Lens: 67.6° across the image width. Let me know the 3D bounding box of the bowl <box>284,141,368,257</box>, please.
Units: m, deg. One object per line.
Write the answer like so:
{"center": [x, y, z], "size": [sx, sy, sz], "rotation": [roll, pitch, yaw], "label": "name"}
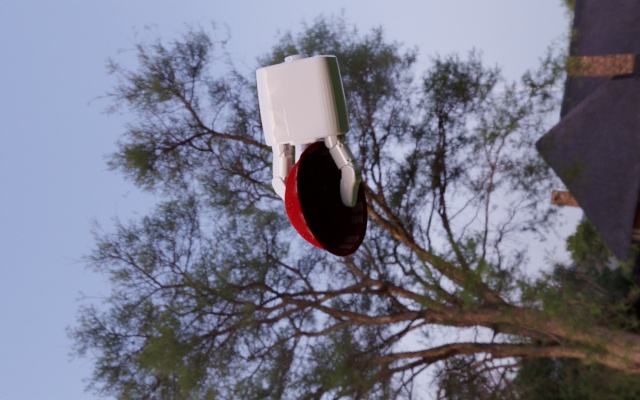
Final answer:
{"center": [0.000, 0.004, 0.666], "size": [0.055, 0.162, 0.162], "rotation": [-16, -10, 35], "label": "bowl"}
